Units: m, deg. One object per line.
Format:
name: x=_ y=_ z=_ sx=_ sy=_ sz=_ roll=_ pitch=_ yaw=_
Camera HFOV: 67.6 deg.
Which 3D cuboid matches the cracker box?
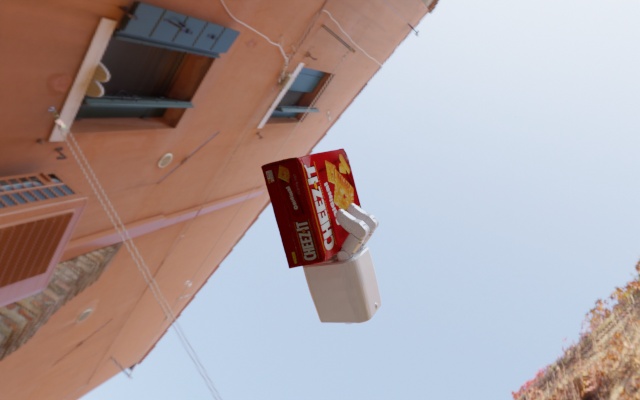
cracker box: x=0.000 y=0.003 z=0.801 sx=0.072 sy=0.164 sz=0.213 roll=-14 pitch=4 yaw=24
